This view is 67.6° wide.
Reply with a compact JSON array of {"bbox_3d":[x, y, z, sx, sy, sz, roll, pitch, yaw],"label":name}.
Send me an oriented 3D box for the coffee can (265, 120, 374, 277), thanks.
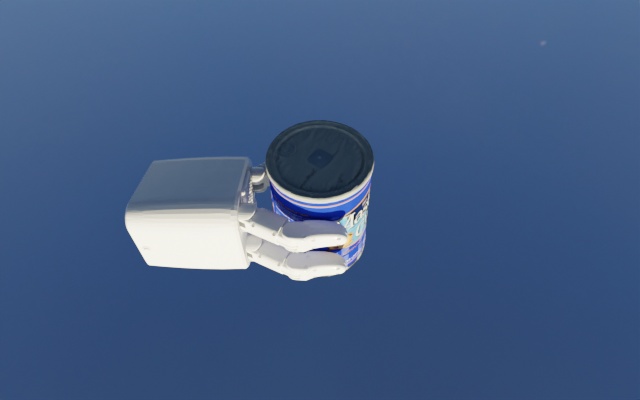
[{"bbox_3d":[0.000,0.002,0.504,0.103,0.102,0.140,0,-38,1],"label":"coffee can"}]
